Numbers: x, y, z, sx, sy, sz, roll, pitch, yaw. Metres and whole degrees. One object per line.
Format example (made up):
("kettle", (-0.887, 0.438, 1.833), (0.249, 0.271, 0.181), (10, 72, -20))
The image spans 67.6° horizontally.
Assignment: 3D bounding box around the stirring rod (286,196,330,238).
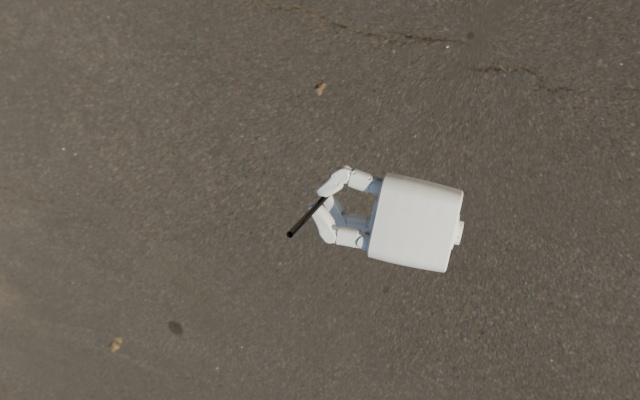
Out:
("stirring rod", (0.000, 0.002, 0.657), (0.011, 0.011, 0.239), (0, 18, 18))
